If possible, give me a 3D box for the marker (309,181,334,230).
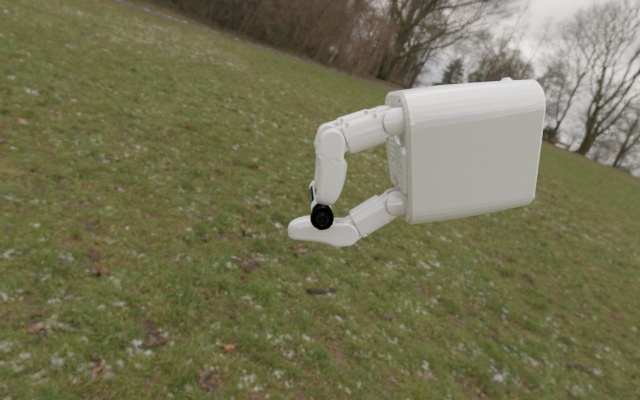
[{"bbox_3d":[0.000,0.001,0.423,0.020,0.020,0.121,0,14,-2],"label":"marker"}]
